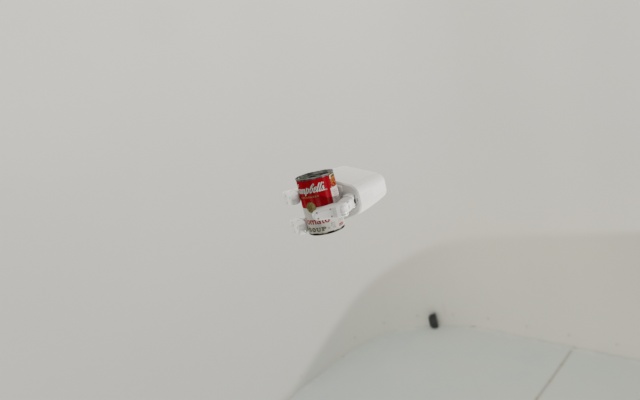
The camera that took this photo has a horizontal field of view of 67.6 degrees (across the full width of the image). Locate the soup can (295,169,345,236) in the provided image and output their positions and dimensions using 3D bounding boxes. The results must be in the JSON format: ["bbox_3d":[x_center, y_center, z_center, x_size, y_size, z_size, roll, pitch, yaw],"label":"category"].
[{"bbox_3d":[0.000,0.003,0.833,0.068,0.102,0.068,-13,12,3],"label":"soup can"}]
